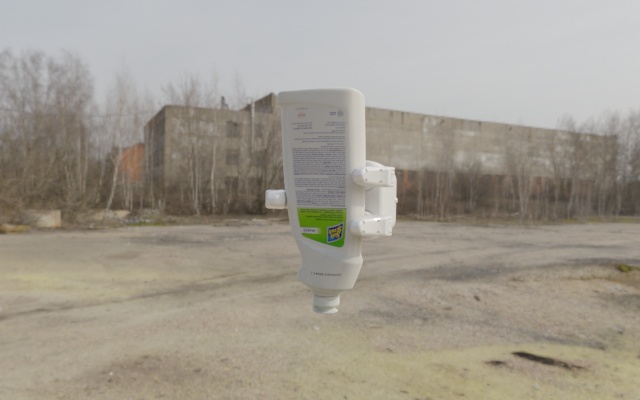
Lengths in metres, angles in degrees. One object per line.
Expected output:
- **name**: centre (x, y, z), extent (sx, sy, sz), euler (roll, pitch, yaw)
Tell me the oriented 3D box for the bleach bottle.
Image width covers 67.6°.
- **bleach bottle**: centre (0.000, 0.002, 0.551), extent (0.102, 0.251, 0.068), euler (2, 1, 19)
